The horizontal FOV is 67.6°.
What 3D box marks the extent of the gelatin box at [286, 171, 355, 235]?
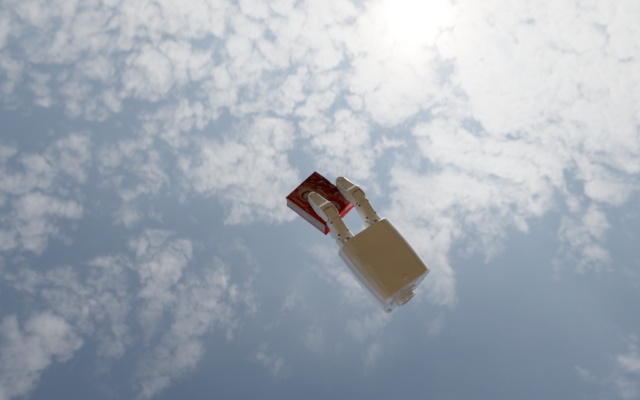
[{"bbox_3d":[0.000,0.003,0.778,0.089,0.073,0.030,35,-28,22],"label":"gelatin box"}]
